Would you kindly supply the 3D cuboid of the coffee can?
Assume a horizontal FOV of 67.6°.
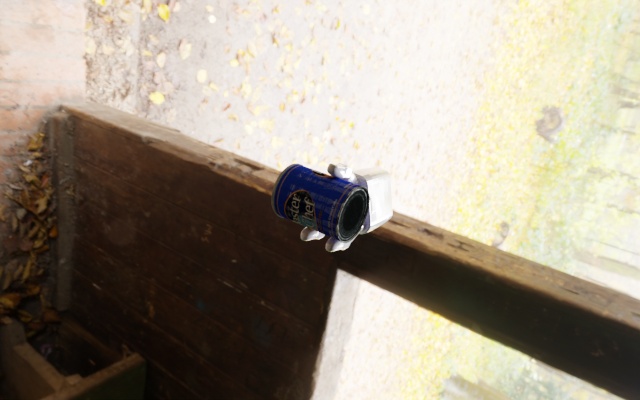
[{"bbox_3d":[0.000,0.003,0.834,0.140,0.103,0.103,21,11,30],"label":"coffee can"}]
